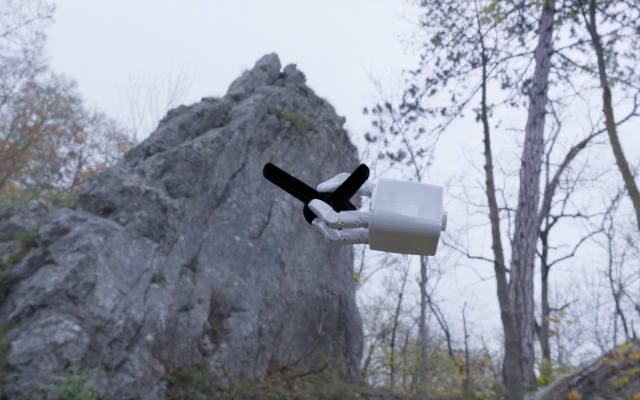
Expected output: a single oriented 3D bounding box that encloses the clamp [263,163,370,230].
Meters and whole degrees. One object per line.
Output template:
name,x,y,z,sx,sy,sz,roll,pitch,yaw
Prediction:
clamp,0.001,0.002,0.782,0.164,0.036,0.210,6,-32,11
